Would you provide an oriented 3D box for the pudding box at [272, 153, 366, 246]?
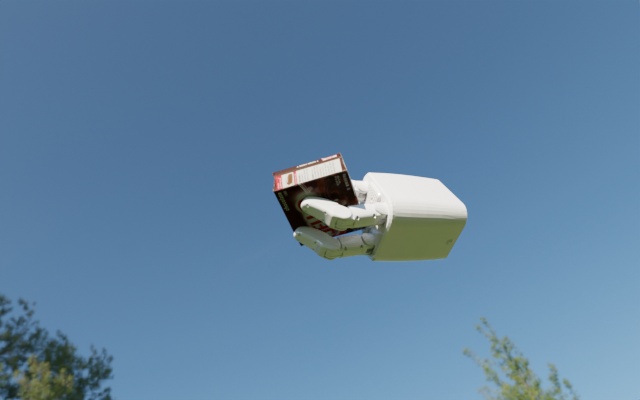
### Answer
[{"bbox_3d":[0.000,0.002,0.594,0.090,0.039,0.114,-17,-46,6],"label":"pudding box"}]
